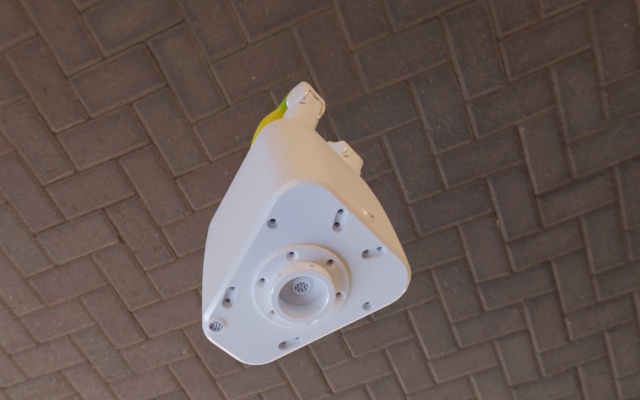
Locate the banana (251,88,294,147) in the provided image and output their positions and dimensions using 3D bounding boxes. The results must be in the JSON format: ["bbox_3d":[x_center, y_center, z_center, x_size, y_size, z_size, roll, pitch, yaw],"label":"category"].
[{"bbox_3d":[-0.018,0.005,0.434,0.069,0.198,0.037,-20,24,-3],"label":"banana"}]
